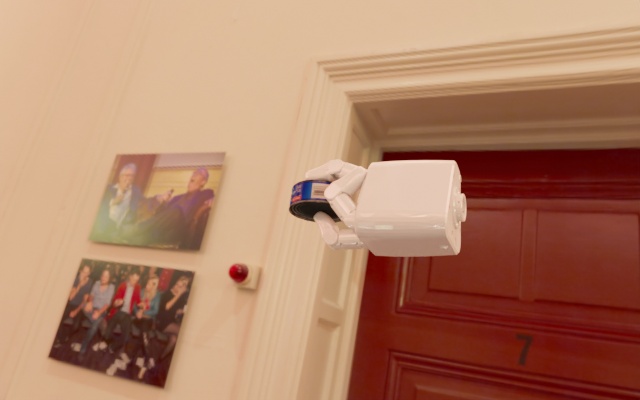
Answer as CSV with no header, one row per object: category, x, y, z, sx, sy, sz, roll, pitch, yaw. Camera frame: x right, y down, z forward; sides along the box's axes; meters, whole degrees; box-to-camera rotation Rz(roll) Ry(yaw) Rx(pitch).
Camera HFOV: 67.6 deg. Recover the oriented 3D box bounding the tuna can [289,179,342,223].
tuna can,0.000,0.002,0.665,0.086,0.033,0.086,5,-21,2
